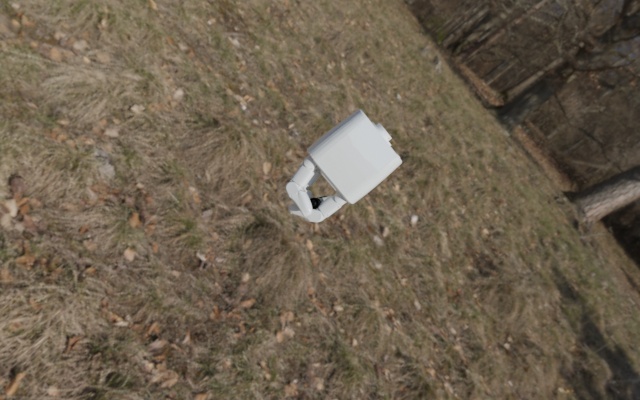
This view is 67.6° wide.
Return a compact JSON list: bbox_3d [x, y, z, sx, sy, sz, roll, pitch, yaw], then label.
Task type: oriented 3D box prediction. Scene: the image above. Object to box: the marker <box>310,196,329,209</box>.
[{"bbox_3d":[0.000,0.003,0.814,0.020,0.020,0.121,0,2,12],"label":"marker"}]
